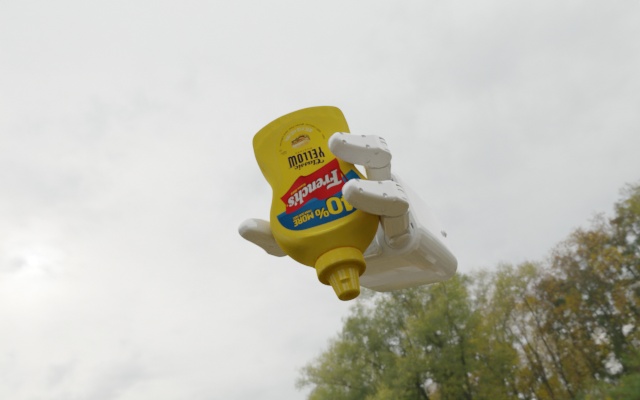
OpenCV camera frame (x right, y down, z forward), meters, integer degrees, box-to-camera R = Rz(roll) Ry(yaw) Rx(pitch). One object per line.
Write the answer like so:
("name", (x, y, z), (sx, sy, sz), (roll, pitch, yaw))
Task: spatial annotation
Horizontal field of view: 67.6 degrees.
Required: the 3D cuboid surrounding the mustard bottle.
("mustard bottle", (0.000, 0.001, 0.427), (0.096, 0.191, 0.058), (-18, -36, 1))
